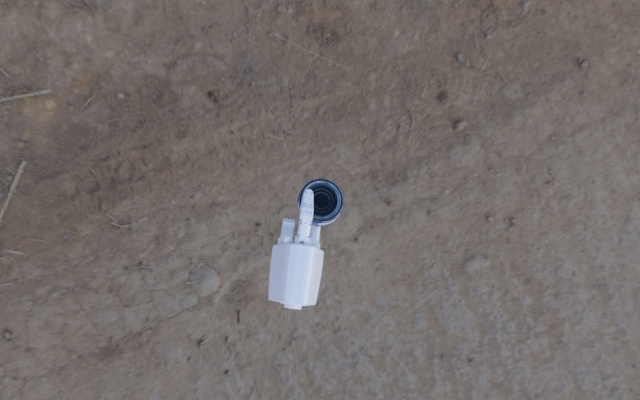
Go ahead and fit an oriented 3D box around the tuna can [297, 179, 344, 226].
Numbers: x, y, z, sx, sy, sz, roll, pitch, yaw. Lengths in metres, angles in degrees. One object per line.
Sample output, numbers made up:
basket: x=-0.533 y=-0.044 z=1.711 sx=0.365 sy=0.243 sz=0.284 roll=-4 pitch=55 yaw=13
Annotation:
tuna can: x=0.000 y=0.003 z=0.891 sx=0.086 sy=0.086 sz=0.034 roll=0 pitch=-13 yaw=-5
